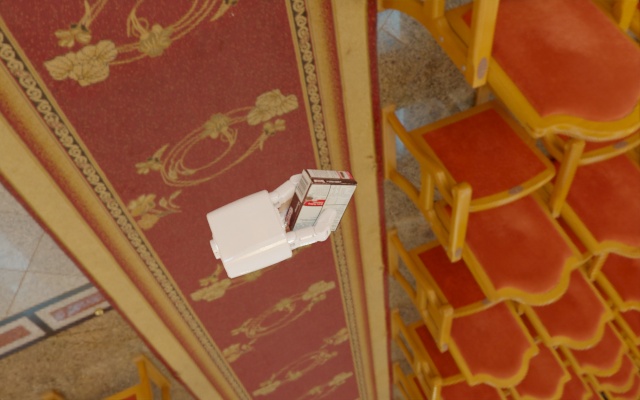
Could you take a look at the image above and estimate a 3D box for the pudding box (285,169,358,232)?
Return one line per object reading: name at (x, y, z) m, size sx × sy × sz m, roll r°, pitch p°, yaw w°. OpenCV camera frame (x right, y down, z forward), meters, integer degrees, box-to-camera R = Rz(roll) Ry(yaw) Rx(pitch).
pudding box at (0.000, 0.003, 0.802) m, size 0.090 × 0.114 × 0.039 m, roll 0°, pitch 43°, yaw -29°
